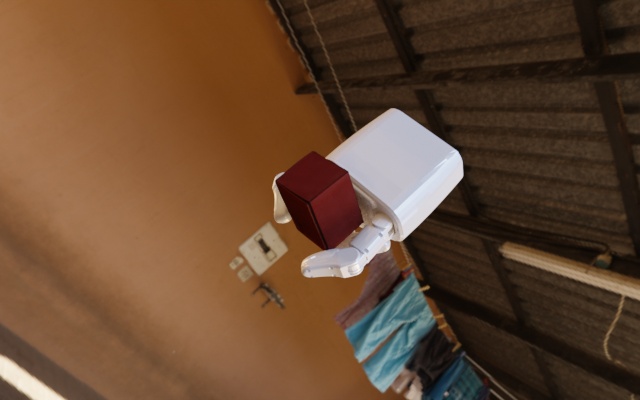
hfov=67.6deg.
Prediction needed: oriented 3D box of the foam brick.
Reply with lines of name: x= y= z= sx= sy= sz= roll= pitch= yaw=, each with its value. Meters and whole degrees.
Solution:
foam brick: x=0.000 y=0.001 z=0.465 sx=0.051 sy=0.078 sz=0.053 roll=-40 pitch=49 yaw=-18
